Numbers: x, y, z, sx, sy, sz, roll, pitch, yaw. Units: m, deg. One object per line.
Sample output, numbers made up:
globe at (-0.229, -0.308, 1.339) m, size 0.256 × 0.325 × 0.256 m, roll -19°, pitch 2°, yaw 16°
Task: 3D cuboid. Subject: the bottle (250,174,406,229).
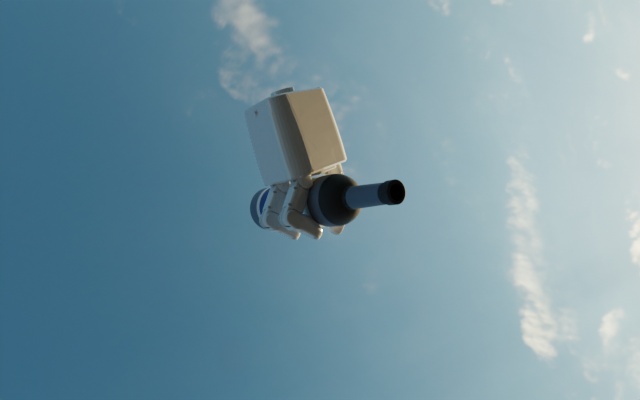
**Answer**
bottle at (0.000, 0.002, 0.632) m, size 0.069 × 0.069 × 0.296 m, roll 0°, pitch -4°, yaw -34°
